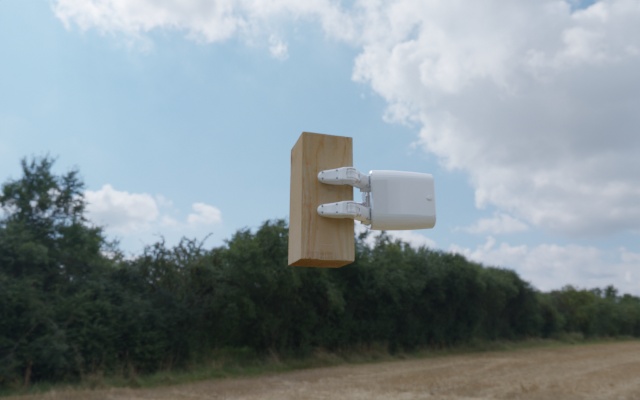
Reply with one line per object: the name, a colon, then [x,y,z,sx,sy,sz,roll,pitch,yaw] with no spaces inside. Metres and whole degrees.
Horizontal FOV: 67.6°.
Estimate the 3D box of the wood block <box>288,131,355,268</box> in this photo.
wood block: [0.000,0.003,0.793,0.090,0.206,0.091,5,-16,-15]
